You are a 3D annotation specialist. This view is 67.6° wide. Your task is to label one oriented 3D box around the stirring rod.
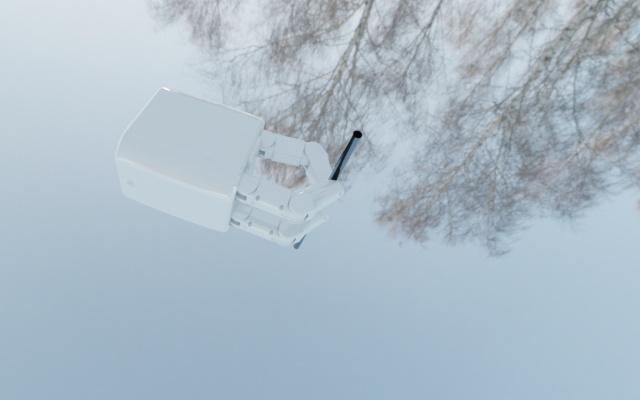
[{"bbox_3d":[0.000,0.001,0.487,0.011,0.011,0.240,0,-27,-16],"label":"stirring rod"}]
